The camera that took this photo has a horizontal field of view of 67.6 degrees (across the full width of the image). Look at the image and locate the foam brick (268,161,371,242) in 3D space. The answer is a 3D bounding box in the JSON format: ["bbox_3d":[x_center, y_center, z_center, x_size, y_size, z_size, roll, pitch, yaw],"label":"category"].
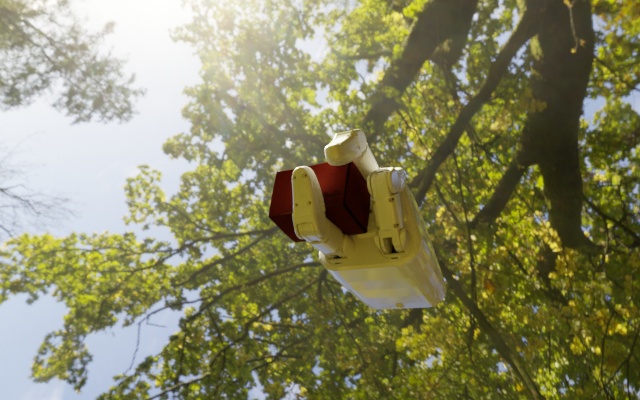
[{"bbox_3d":[0.000,0.001,0.442,0.078,0.053,0.051,-9,-36,26],"label":"foam brick"}]
